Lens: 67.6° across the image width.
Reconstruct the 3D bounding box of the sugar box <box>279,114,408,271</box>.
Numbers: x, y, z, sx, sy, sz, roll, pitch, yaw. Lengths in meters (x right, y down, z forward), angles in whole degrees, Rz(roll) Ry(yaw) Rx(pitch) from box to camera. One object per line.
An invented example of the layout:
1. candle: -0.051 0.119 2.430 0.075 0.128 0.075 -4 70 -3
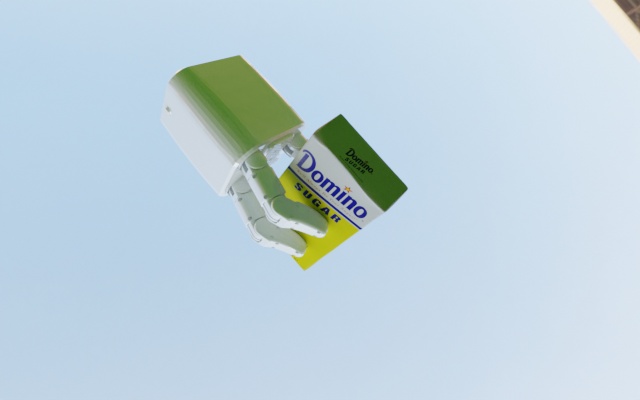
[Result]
1. sugar box: 0.000 0.002 0.478 0.048 0.093 0.176 -40 -3 -33
